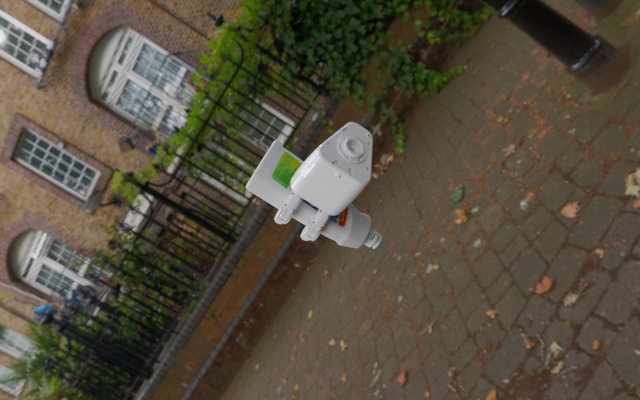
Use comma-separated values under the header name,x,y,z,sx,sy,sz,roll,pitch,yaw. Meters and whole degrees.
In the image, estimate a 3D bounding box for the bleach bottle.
name,x,y,z,sx,sy,sz,roll,pitch,yaw
bleach bottle,0.000,0.003,0.842,0.251,0.102,0.068,32,-36,-8
